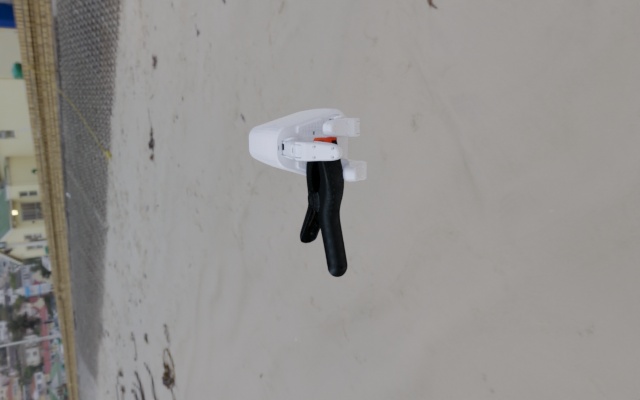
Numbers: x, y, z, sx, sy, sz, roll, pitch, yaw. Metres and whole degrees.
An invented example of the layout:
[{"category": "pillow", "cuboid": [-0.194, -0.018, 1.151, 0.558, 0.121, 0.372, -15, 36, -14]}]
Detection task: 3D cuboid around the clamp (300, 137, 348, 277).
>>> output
[{"category": "clamp", "cuboid": [0.000, 0.002, 0.619, 0.039, 0.171, 0.120, -6, 12, -28]}]
